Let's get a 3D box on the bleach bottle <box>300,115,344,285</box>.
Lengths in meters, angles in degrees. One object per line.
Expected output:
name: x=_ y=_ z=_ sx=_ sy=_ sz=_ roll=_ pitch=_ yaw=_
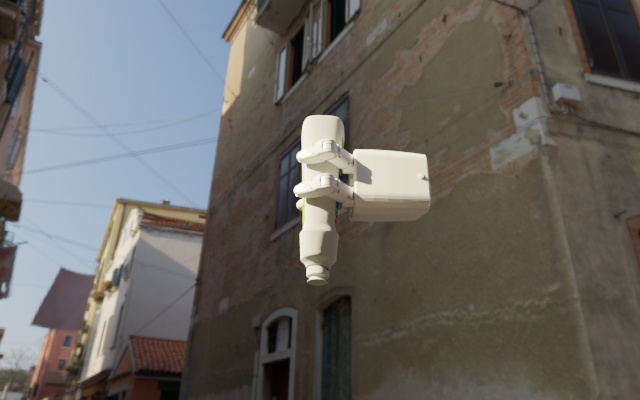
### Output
bleach bottle: x=0.000 y=0.002 z=0.706 sx=0.068 sy=0.250 sz=0.103 roll=2 pitch=-26 yaw=1
